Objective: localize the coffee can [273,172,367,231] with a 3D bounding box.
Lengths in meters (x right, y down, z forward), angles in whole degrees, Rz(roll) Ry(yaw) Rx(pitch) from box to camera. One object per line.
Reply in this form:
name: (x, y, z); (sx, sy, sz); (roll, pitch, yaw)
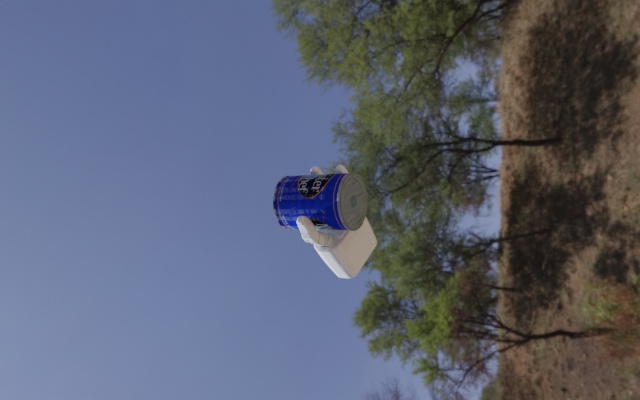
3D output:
coffee can: (0.000, 0.003, 0.868); (0.140, 0.103, 0.103); (-1, -1, 31)
